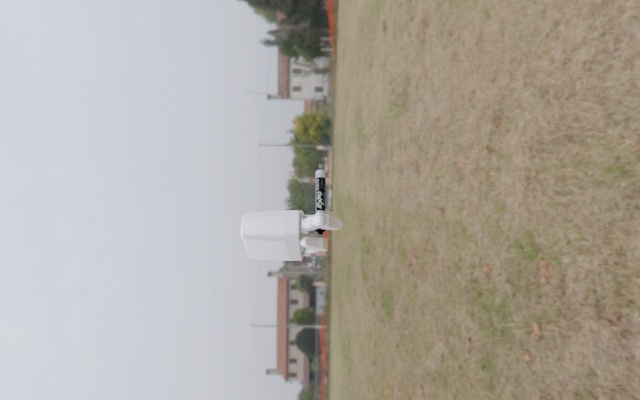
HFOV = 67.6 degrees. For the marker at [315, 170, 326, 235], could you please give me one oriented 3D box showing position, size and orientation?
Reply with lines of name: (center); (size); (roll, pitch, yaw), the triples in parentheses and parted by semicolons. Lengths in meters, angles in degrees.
marker: (0.000, 0.003, 0.872); (0.020, 0.121, 0.020); (0, -18, 0)
